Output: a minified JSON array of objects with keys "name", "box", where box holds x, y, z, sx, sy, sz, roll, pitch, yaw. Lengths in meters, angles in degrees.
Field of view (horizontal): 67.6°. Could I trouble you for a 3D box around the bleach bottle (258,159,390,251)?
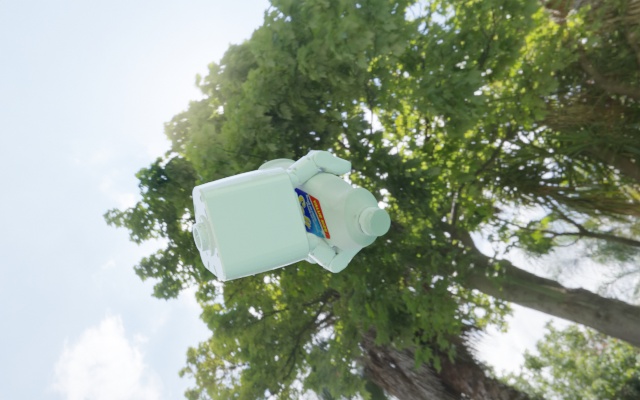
[{"name":"bleach bottle","box":[0.000,0.002,0.611,0.068,0.102,0.251,-15,13,-28]}]
